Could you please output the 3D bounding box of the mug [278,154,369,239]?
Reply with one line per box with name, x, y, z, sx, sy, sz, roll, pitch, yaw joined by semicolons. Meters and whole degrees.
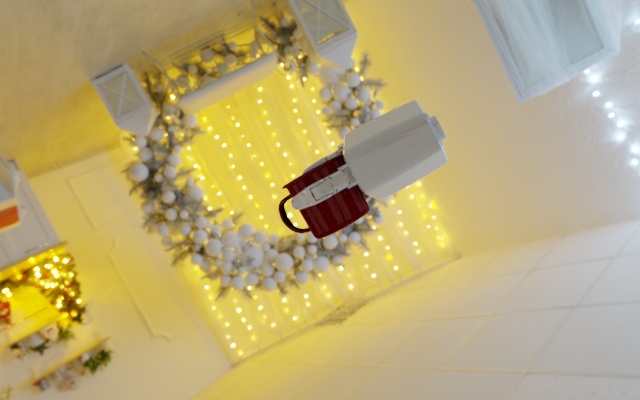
mug;-0.001;0.003;0.618;0.117;0.081;0.093;-29;1;15
